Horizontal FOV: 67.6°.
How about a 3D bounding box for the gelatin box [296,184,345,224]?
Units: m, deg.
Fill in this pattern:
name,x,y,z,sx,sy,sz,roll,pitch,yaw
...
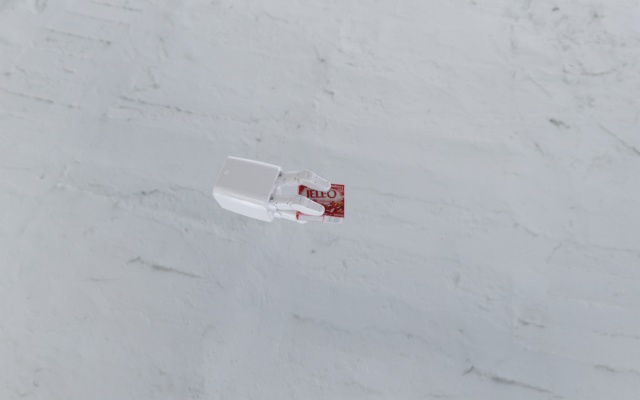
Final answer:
name,x,y,z,sx,sy,sz,roll,pitch,yaw
gelatin box,0.000,0.003,0.895,0.089,0.073,0.030,6,-32,-6
